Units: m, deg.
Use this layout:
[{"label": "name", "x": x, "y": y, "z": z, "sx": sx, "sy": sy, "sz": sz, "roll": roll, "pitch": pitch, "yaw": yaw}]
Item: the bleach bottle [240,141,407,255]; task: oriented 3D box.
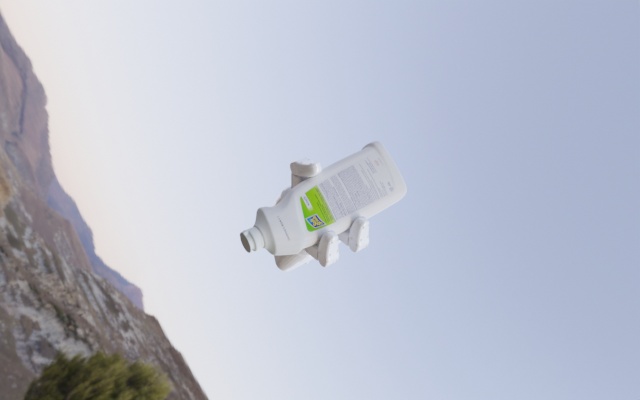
[{"label": "bleach bottle", "x": 0.000, "y": 0.002, "z": 0.672, "sx": 0.251, "sy": 0.102, "sz": 0.068, "roll": -24, "pitch": -11, "yaw": -28}]
